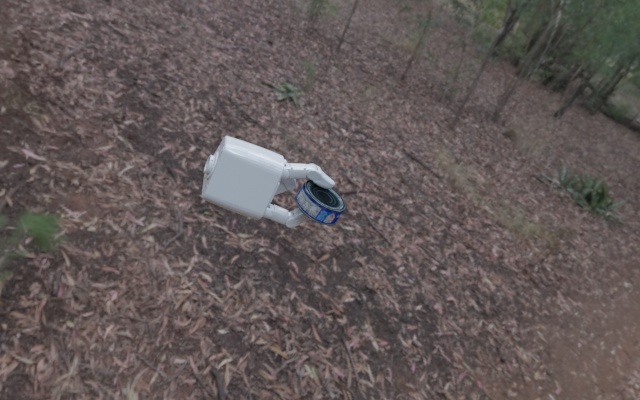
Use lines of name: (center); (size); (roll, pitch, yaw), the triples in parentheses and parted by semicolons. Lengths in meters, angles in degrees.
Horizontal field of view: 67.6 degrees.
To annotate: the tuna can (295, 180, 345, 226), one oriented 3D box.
tuna can: (0.000, 0.002, 0.831); (0.086, 0.034, 0.086); (28, 26, -15)
